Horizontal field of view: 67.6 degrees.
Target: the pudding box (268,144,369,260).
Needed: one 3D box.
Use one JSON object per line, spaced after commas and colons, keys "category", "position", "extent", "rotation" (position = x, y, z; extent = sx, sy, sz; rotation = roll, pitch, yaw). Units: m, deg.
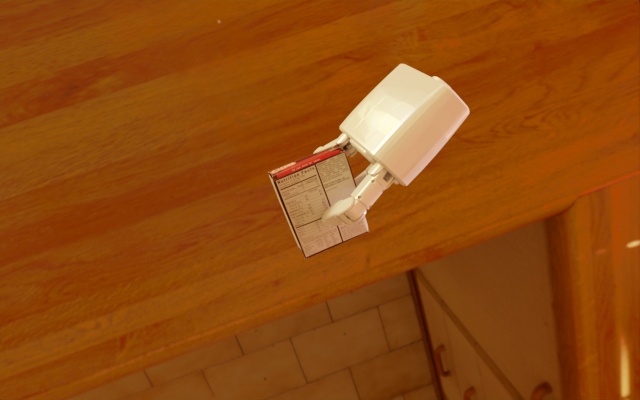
{"category": "pudding box", "position": [0.000, 0.002, 0.565], "extent": [0.090, 0.113, 0.039], "rotation": [-22, 22, -5]}
